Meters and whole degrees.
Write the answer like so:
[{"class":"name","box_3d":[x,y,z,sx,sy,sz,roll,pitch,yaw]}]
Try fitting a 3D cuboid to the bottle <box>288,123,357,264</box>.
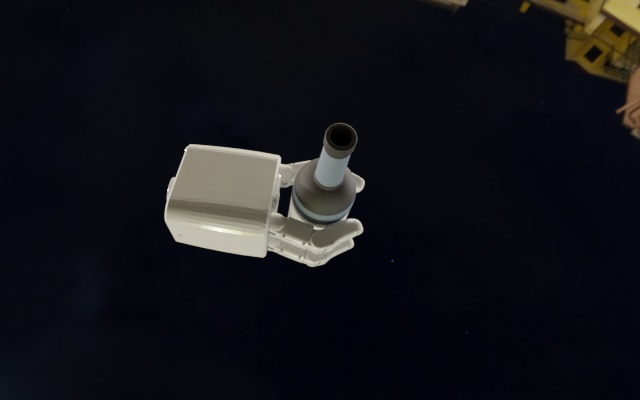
[{"class":"bottle","box_3d":[0.000,0.002,0.534,0.069,0.069,0.296,0,-22,-7]}]
